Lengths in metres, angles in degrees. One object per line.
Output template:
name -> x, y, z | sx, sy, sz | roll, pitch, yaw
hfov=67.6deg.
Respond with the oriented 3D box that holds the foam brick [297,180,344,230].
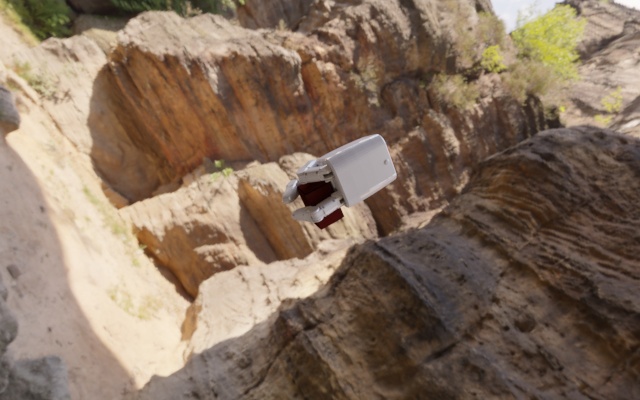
foam brick -> 0.000, 0.003, 0.859 | 0.051, 0.078, 0.053 | -29, 26, -11
